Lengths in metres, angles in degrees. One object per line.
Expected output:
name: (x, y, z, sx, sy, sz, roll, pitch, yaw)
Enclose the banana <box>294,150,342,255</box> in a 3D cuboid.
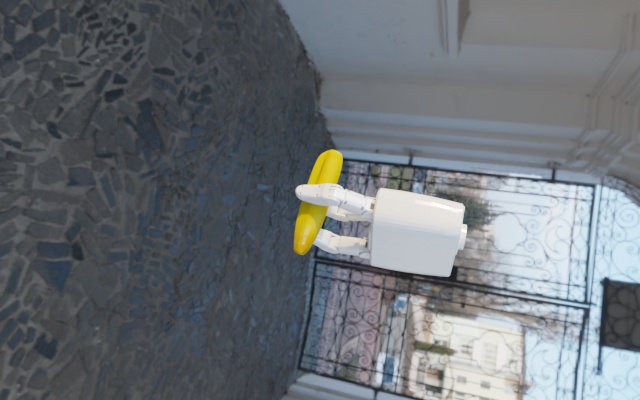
banana: (0.002, -0.014, 0.653, 0.037, 0.070, 0.197, 12, 41, 8)
